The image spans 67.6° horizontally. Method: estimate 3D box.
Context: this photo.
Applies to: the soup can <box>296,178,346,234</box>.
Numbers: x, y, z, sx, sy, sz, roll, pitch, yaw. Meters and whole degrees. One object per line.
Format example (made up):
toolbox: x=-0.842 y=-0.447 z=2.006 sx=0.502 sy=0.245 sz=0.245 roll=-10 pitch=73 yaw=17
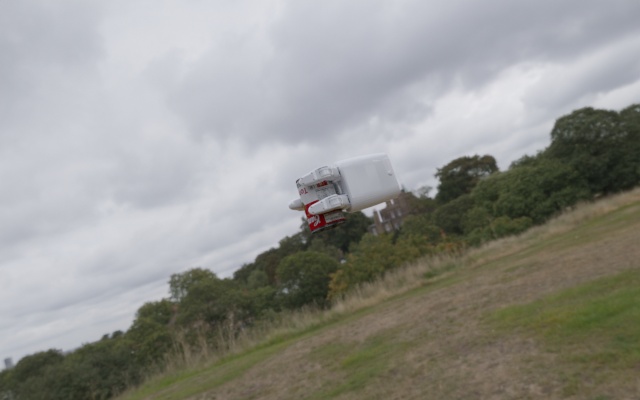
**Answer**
soup can: x=0.000 y=0.003 z=0.887 sx=0.068 sy=0.102 sz=0.068 roll=-18 pitch=-8 yaw=-3
